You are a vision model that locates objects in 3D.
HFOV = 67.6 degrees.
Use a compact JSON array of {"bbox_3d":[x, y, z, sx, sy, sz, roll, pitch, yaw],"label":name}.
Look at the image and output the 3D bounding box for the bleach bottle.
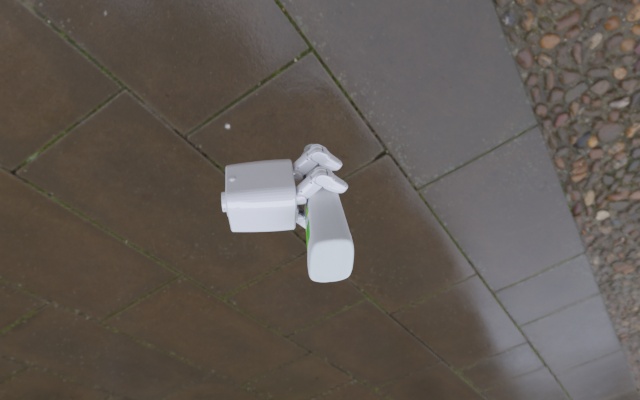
[{"bbox_3d":[0.000,0.003,0.781,0.068,0.103,0.250,-4,45,-7],"label":"bleach bottle"}]
